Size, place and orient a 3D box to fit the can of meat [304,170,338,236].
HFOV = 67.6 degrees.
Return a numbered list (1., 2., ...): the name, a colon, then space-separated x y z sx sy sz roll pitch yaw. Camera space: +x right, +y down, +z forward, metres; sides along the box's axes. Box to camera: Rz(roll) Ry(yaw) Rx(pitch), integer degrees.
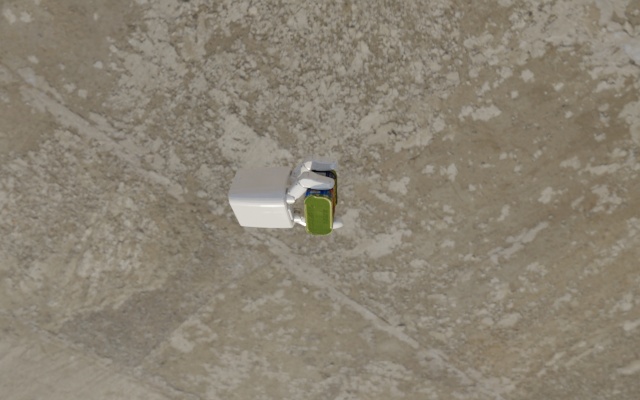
1. can of meat: 0.000 0.003 0.890 0.057 0.102 0.084 2 40 6
